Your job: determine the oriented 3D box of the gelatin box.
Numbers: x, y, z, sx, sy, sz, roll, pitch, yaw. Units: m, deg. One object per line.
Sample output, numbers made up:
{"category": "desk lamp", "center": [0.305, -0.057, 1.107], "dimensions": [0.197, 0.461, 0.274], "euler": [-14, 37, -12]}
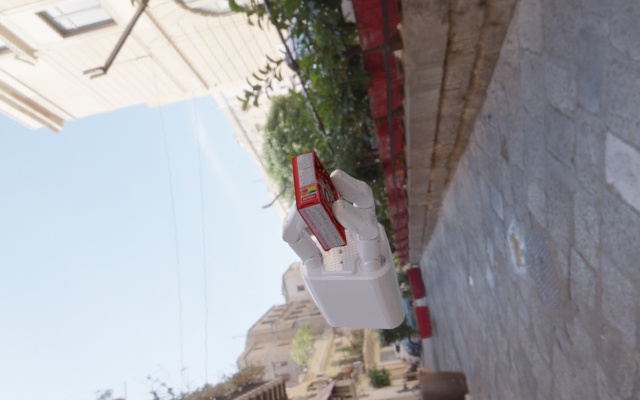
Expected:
{"category": "gelatin box", "center": [0.000, 0.002, 0.522], "dimensions": [0.030, 0.073, 0.089], "euler": [-18, -41, 13]}
